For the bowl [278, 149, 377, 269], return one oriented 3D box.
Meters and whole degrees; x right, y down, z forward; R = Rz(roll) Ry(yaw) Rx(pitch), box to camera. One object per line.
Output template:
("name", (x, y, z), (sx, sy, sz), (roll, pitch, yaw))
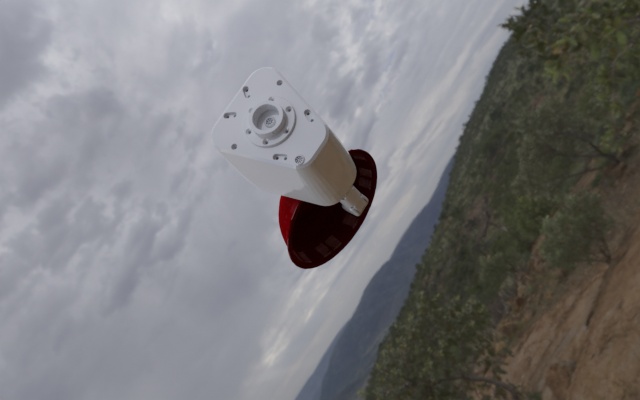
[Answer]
("bowl", (0.000, 0.002, 0.591), (0.055, 0.162, 0.162), (31, 18, 32))
